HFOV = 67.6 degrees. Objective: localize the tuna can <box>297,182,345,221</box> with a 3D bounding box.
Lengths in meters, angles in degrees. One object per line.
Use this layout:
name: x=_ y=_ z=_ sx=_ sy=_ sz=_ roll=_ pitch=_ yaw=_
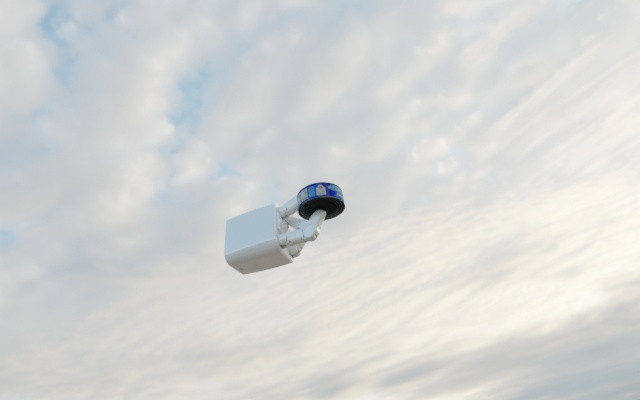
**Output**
tuna can: x=0.000 y=0.002 z=0.864 sx=0.086 sy=0.033 sz=0.086 roll=-6 pitch=-31 yaw=-4
